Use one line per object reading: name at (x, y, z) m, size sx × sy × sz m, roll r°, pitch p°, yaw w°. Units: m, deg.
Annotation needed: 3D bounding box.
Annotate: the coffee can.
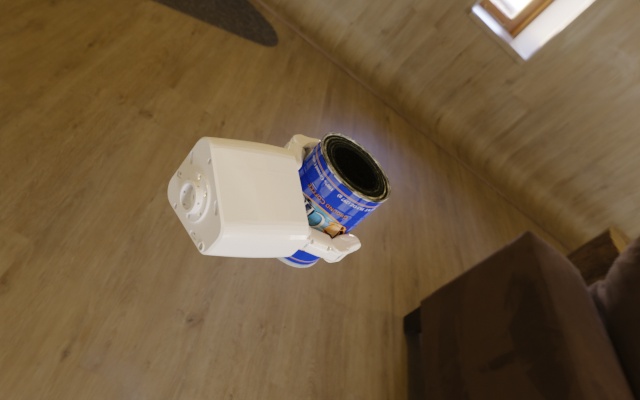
coffee can at (0.000, 0.002, 0.580) m, size 0.103 × 0.102 × 0.140 m, roll 0°, pitch -37°, yaw -49°
